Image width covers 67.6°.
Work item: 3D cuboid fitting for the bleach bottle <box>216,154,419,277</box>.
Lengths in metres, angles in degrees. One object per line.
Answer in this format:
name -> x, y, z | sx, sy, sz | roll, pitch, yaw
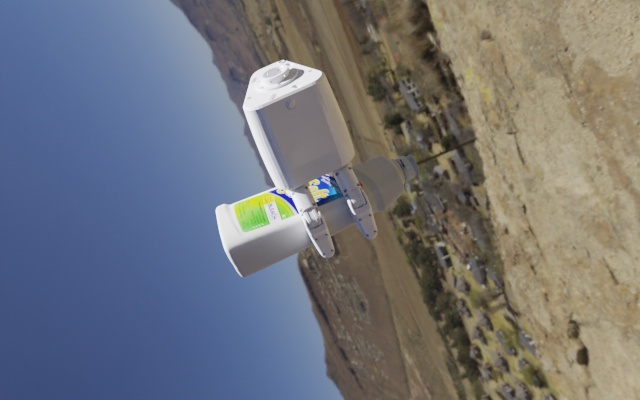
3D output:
bleach bottle -> 0.000, 0.002, 0.597 | 0.251, 0.068, 0.102 | -24, 38, -3
